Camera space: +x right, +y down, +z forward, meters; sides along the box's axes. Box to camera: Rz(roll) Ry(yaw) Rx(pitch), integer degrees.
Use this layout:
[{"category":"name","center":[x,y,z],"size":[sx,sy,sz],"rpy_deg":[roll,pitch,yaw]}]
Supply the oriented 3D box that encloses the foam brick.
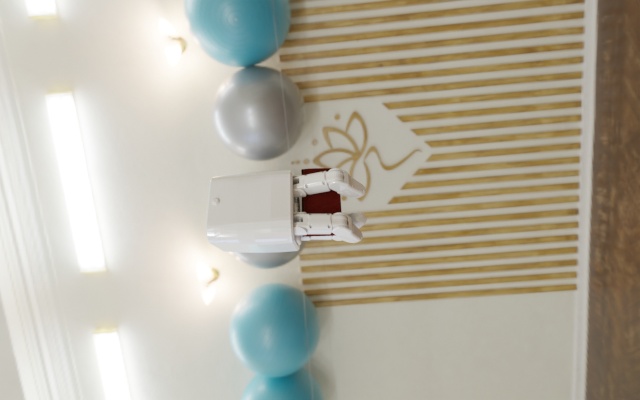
[{"category":"foam brick","center":[0.000,0.002,0.634],"size":[0.051,0.078,0.053],"rpy_deg":[-1,-31,-1]}]
